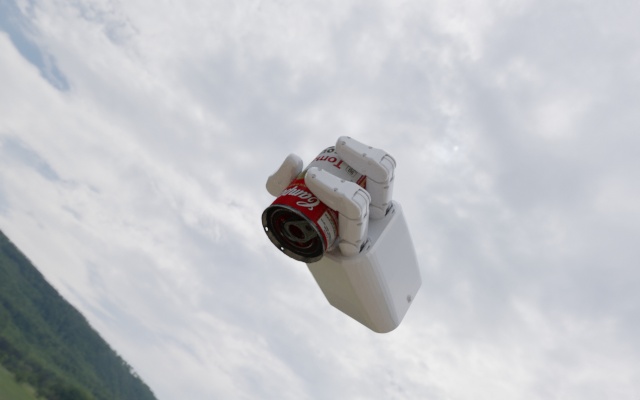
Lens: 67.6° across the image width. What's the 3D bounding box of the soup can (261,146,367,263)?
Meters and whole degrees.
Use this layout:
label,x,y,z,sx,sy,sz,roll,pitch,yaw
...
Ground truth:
label,x,y,z,sx,sy,sz,roll,pitch,yaw
soup can,0.000,0.001,0.460,0.068,0.068,0.102,0,37,40
